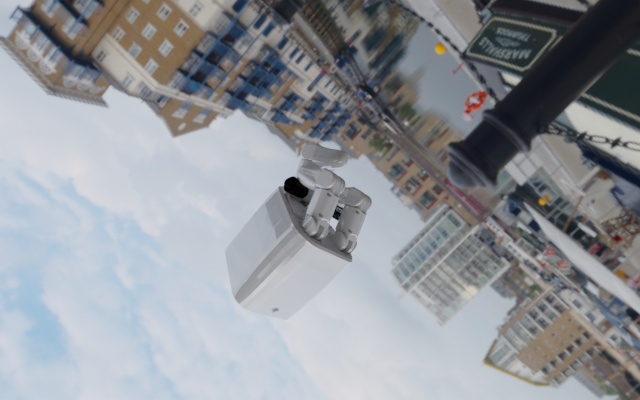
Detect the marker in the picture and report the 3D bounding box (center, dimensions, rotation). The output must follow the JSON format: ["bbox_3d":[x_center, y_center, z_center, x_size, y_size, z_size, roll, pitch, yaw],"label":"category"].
[{"bbox_3d":[0.000,0.002,0.548,0.020,0.020,0.121,0,-20,39],"label":"marker"}]
